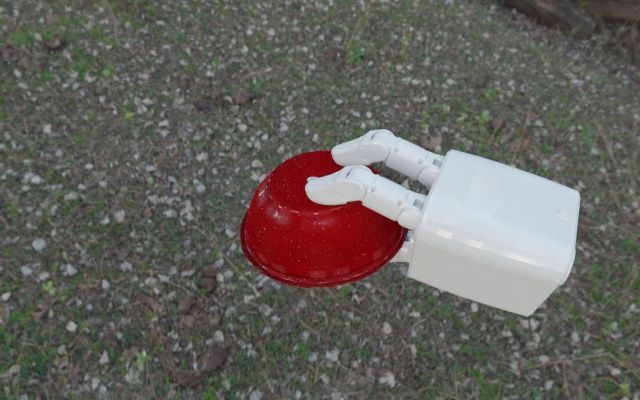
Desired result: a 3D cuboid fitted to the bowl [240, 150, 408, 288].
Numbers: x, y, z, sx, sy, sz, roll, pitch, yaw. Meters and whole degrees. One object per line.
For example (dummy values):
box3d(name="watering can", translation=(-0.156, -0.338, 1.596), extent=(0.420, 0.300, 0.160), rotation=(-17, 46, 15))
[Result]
box3d(name="bowl", translation=(-0.001, 0.001, 0.442), extent=(0.162, 0.055, 0.162), rotation=(-5, 40, 4))
